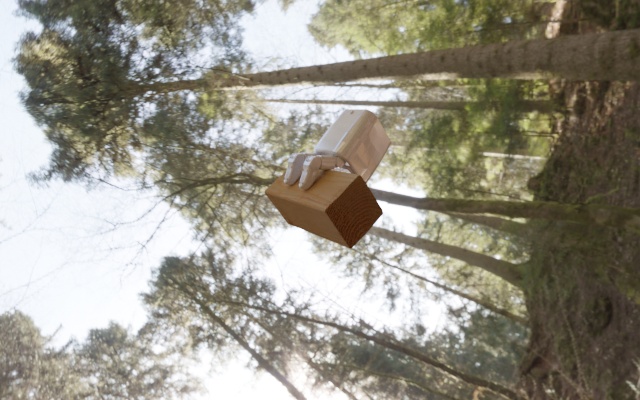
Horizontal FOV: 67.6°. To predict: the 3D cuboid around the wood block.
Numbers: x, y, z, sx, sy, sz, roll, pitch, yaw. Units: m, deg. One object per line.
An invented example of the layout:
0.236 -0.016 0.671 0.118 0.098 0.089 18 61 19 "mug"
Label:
0.000 0.003 0.853 0.090 0.091 0.206 -46 30 -18 "wood block"
